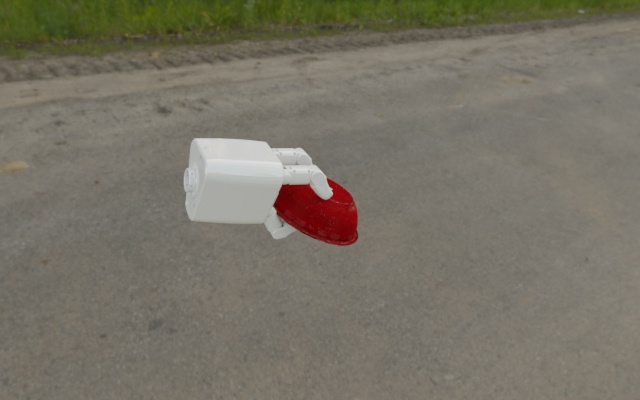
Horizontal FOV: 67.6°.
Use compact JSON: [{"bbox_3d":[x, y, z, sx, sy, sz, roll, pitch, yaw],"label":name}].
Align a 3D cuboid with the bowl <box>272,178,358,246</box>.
[{"bbox_3d":[0.001,0.002,0.760,0.162,0.055,0.162,25,20,-10],"label":"bowl"}]
